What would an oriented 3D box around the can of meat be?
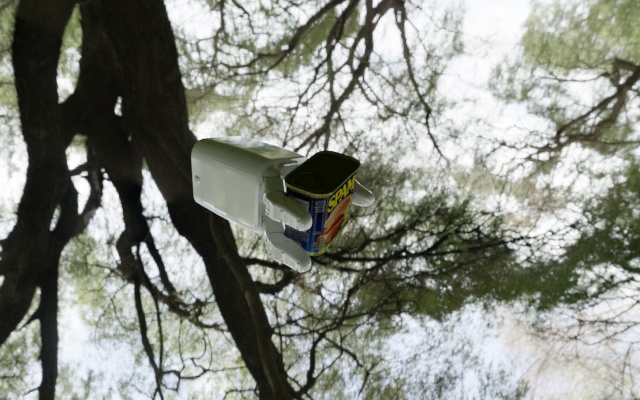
[{"bbox_3d":[0.000,0.002,0.547,0.057,0.084,0.102,20,34,20],"label":"can of meat"}]
